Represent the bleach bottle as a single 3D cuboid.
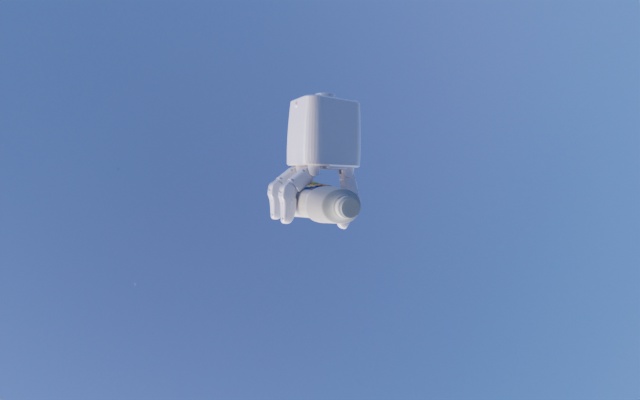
[{"bbox_3d":[0.000,0.003,0.760,0.102,0.068,0.251,0,4,-23],"label":"bleach bottle"}]
